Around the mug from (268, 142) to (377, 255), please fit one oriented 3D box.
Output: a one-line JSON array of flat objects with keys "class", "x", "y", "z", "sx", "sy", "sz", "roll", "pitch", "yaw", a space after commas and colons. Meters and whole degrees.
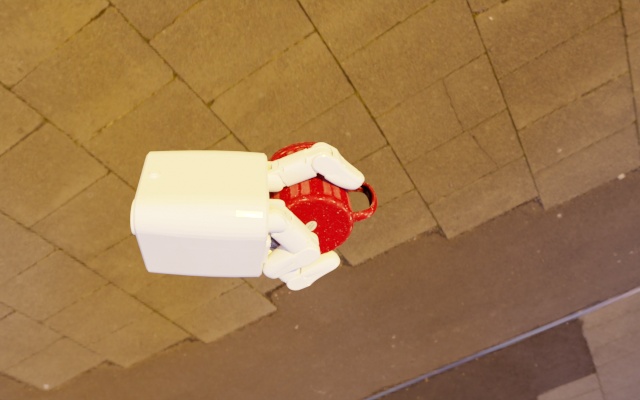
[{"class": "mug", "x": 0.002, "y": 0.002, "z": 0.486, "sx": 0.117, "sy": 0.093, "sz": 0.081, "roll": 1, "pitch": 41, "yaw": -9}]
